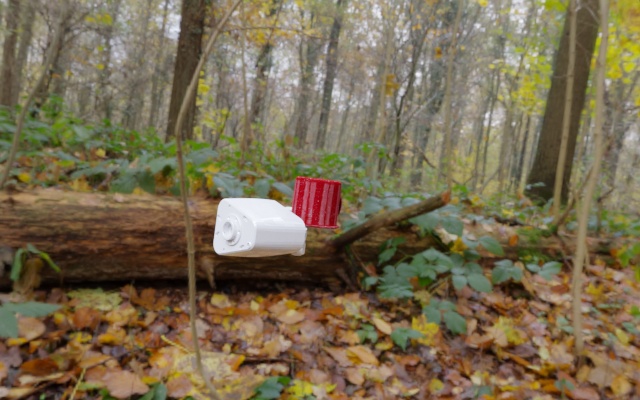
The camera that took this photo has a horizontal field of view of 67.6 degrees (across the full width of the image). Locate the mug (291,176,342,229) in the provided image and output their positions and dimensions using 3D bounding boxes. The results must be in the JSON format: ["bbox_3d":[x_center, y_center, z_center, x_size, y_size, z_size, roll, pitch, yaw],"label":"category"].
[{"bbox_3d":[0.001,0.003,0.849,0.093,0.081,0.117,10,4,41],"label":"mug"}]
